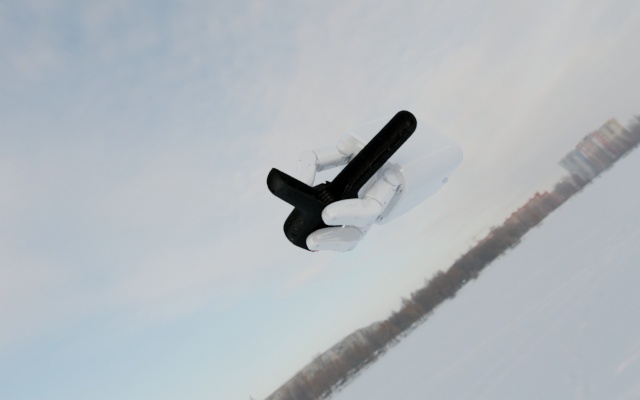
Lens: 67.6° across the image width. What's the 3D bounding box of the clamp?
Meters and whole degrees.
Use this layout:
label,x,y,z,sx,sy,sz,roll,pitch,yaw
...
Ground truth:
label,x,y,z,sx,sy,sz,roll,pitch,yaw
clamp,0.000,0.001,0.498,0.164,0.036,0.210,-23,-24,-32
